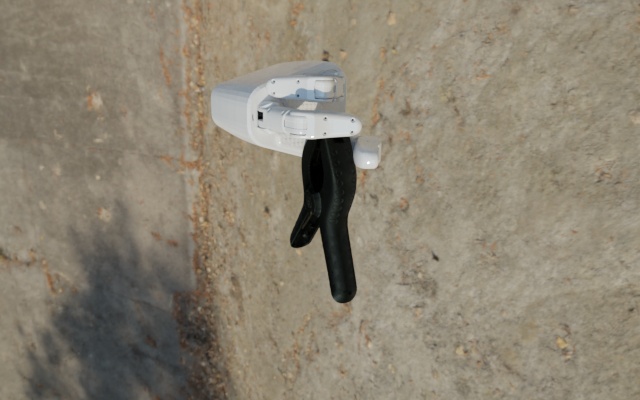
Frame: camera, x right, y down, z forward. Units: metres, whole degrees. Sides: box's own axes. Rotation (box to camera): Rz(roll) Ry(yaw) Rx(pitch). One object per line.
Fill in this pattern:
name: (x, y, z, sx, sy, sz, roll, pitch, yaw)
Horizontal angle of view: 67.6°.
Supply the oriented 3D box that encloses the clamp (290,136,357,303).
clamp: (0.000, 0.001, 0.467, 0.039, 0.171, 0.120, -9, 20, -32)
